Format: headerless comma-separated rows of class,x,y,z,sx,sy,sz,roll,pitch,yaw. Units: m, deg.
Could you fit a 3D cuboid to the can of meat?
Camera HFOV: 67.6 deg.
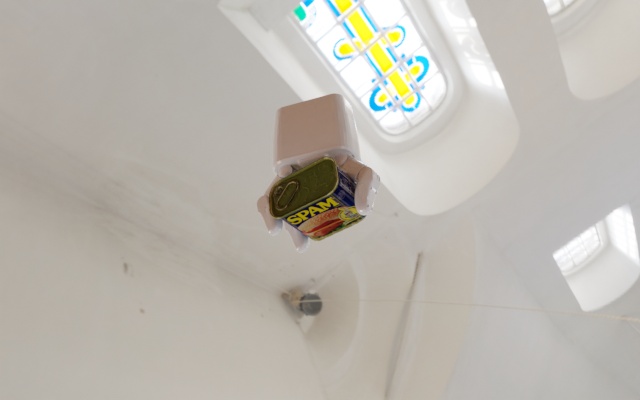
can of meat,0.000,0.002,0.607,0.102,0.057,0.084,-26,-40,24
